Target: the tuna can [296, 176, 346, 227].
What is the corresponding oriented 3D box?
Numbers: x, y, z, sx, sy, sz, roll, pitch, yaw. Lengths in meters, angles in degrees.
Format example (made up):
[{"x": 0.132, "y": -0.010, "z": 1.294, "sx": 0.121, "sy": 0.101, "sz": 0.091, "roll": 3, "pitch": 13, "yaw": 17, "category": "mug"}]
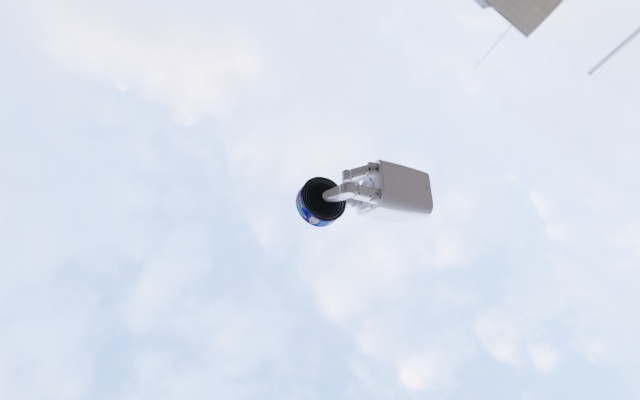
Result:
[{"x": 0.000, "y": 0.003, "z": 0.847, "sx": 0.086, "sy": 0.086, "sz": 0.034, "roll": 0, "pitch": -25, "yaw": -27, "category": "tuna can"}]
